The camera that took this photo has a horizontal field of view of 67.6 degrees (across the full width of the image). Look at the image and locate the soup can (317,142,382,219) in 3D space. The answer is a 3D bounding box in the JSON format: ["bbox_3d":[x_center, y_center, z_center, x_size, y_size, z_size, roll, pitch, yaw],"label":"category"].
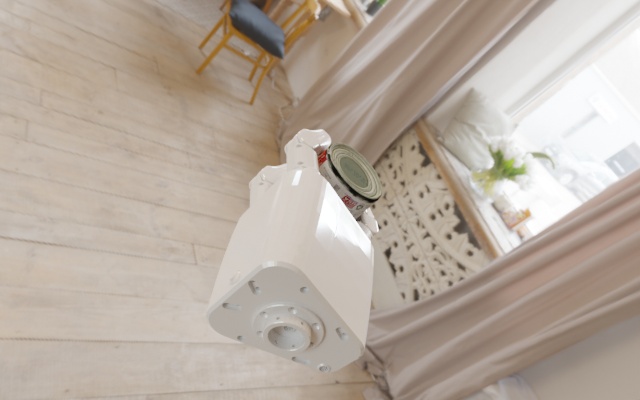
[{"bbox_3d":[0.000,0.001,0.456,0.102,0.068,0.068,-42,-24,30],"label":"soup can"}]
